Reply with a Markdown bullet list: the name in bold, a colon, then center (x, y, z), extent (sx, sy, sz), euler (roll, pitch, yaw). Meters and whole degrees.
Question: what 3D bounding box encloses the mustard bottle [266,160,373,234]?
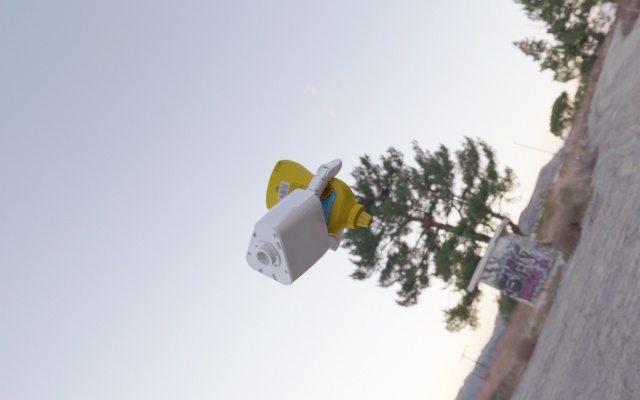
- **mustard bottle**: center (0.000, 0.002, 0.810), extent (0.191, 0.096, 0.058), euler (22, 15, 25)
